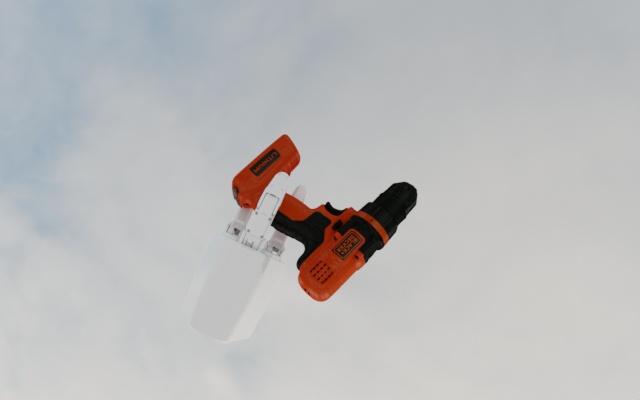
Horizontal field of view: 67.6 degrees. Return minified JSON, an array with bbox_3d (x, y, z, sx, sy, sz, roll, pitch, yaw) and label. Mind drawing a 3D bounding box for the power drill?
[{"bbox_3d":[0.000,0.002,0.582,0.187,0.184,0.057,40,-21,20],"label":"power drill"}]
